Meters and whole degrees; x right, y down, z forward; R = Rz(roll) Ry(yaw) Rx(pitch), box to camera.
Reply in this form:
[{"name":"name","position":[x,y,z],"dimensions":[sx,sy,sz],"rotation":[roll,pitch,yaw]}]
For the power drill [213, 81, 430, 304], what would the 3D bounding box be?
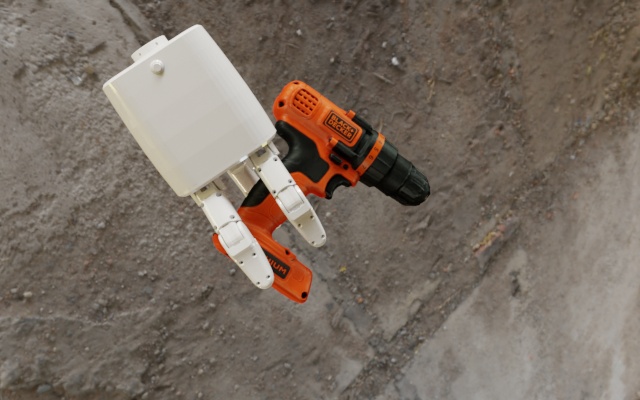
[{"name":"power drill","position":[0.000,0.002,0.468],"dimensions":[0.184,0.187,0.057],"rotation":[34,-16,-8]}]
